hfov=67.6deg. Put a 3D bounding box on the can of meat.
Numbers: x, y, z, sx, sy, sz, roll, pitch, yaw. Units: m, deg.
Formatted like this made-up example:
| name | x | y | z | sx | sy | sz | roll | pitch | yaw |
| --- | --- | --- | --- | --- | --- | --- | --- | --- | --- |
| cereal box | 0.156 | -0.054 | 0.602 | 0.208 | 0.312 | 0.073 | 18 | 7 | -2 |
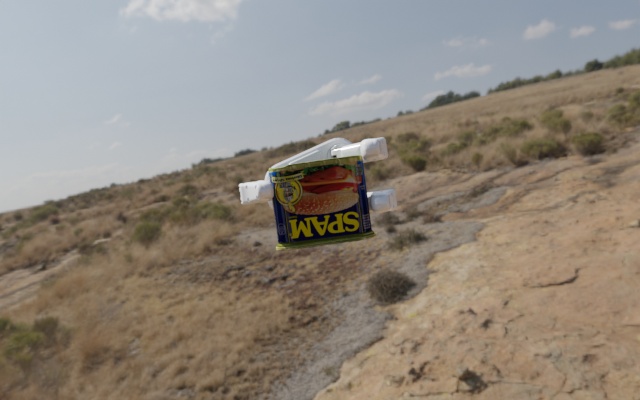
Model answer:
| name | x | y | z | sx | sy | sz | roll | pitch | yaw |
| --- | --- | --- | --- | --- | --- | --- | --- | --- | --- |
| can of meat | 0.000 | 0.001 | 0.490 | 0.102 | 0.084 | 0.057 | -8 | 2 | 0 |
